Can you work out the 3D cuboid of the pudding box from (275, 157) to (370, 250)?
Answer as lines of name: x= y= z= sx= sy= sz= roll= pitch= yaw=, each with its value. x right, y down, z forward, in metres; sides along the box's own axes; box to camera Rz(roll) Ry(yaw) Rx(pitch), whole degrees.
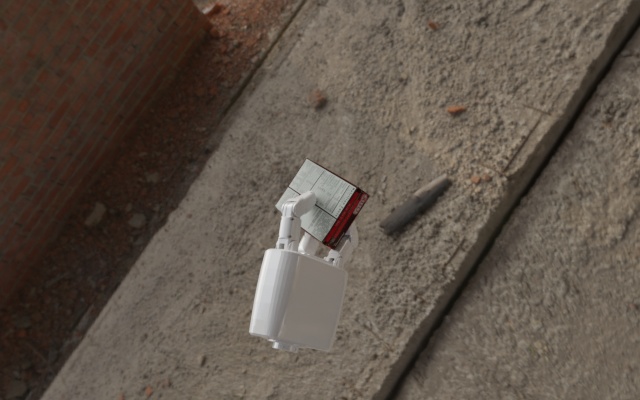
pudding box: x=0.000 y=0.002 z=0.663 sx=0.113 sy=0.090 sz=0.039 roll=34 pitch=0 yaw=38
